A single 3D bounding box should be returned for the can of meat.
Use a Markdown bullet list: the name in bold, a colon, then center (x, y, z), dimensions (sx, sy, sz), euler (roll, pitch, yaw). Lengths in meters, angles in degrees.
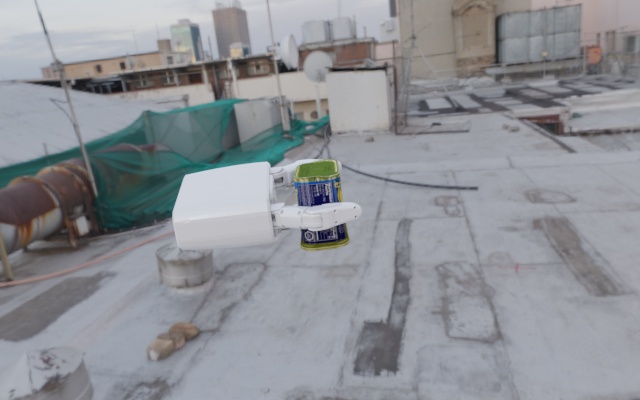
- **can of meat**: center (0.000, 0.002, 0.565), dimensions (0.057, 0.084, 0.102), euler (-7, 15, 1)
